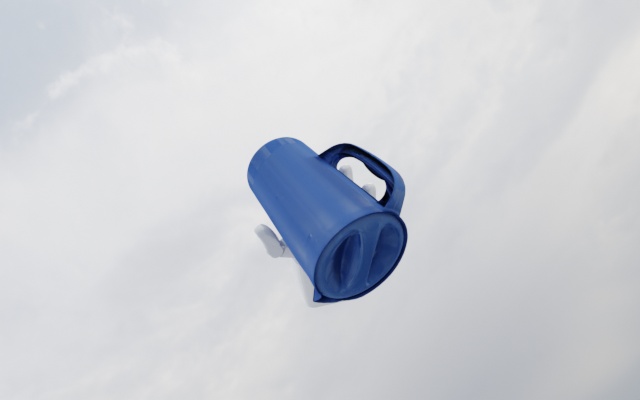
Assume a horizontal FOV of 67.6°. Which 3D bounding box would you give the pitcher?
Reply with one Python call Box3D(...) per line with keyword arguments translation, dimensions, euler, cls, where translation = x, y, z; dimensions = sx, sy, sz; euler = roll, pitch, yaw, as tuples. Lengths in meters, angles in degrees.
Box3D(translation=(0.000, 0.002, 0.640), dimensions=(0.149, 0.145, 0.242), euler=(-25, 43, -18), cls="pitcher")
